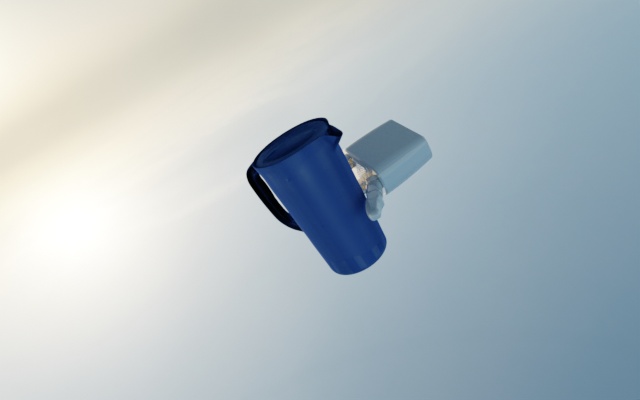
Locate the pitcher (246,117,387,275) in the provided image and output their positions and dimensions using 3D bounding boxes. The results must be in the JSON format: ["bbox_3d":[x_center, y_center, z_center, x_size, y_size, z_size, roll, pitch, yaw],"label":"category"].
[{"bbox_3d":[0.000,0.002,0.770,0.145,0.243,0.149,-37,24,-12],"label":"pitcher"}]
